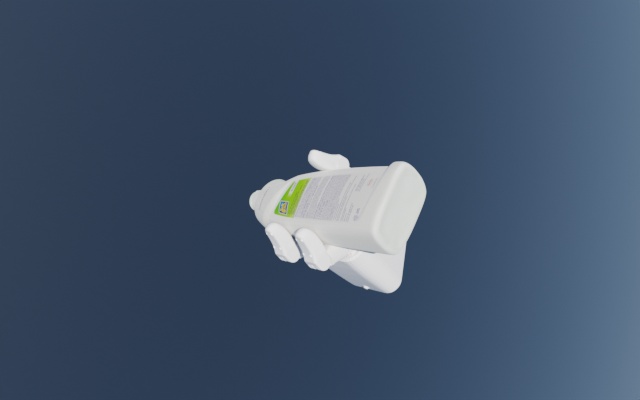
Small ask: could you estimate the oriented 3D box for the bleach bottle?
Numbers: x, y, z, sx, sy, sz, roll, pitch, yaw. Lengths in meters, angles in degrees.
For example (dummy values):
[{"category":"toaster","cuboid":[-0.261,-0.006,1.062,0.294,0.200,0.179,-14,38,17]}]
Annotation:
[{"category":"bleach bottle","cuboid":[0.000,0.002,0.597,0.251,0.102,0.068,6,-29,46]}]
